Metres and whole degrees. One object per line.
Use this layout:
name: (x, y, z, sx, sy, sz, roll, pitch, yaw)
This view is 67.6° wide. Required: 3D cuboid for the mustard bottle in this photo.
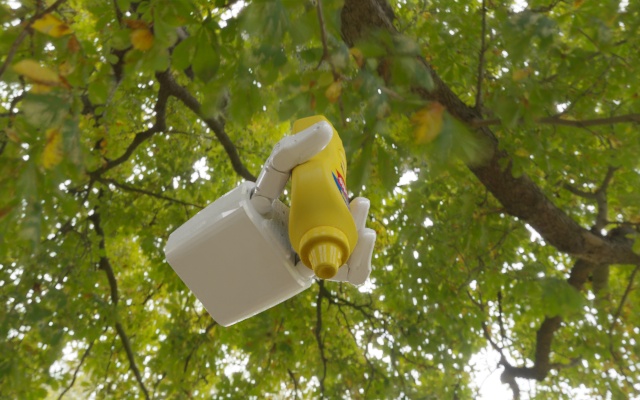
mustard bottle: (0.000, 0.001, 0.447, 0.058, 0.096, 0.191, -10, 34, 5)
